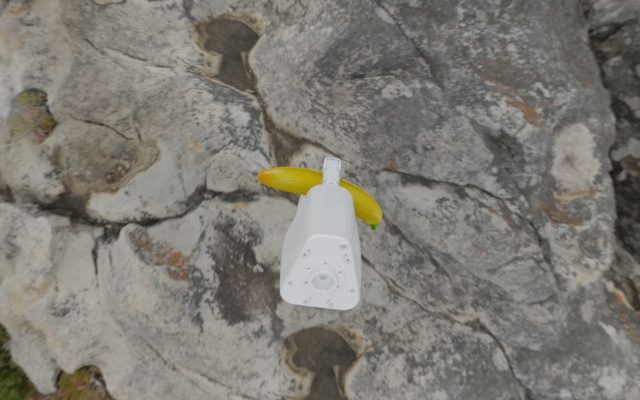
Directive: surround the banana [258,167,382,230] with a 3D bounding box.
[{"bbox_3d":[0.012,-0.006,0.658,0.198,0.037,0.070,25,-43,-18],"label":"banana"}]
